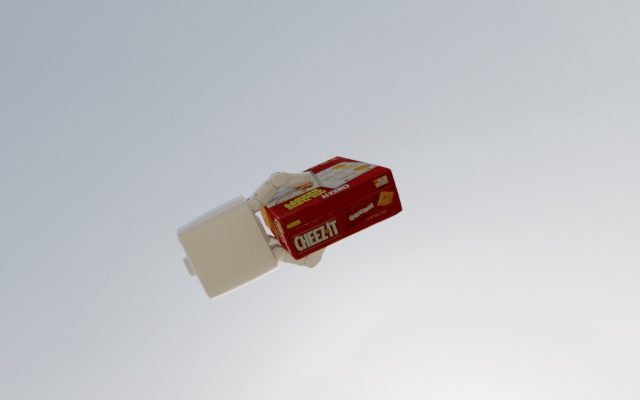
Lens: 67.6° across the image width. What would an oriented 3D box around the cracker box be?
[{"bbox_3d":[0.000,0.002,0.712,0.164,0.072,0.213,-25,16,-12],"label":"cracker box"}]
